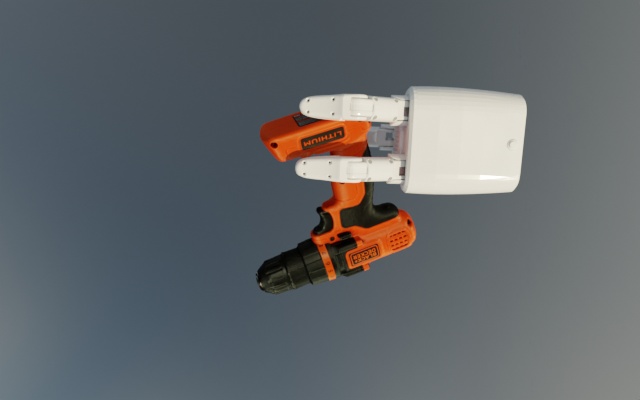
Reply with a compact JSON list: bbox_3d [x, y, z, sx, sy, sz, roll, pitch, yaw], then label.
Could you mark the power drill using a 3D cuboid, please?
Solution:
[{"bbox_3d":[0.000,0.001,0.497,0.184,0.188,0.057,-21,31,-7],"label":"power drill"}]
